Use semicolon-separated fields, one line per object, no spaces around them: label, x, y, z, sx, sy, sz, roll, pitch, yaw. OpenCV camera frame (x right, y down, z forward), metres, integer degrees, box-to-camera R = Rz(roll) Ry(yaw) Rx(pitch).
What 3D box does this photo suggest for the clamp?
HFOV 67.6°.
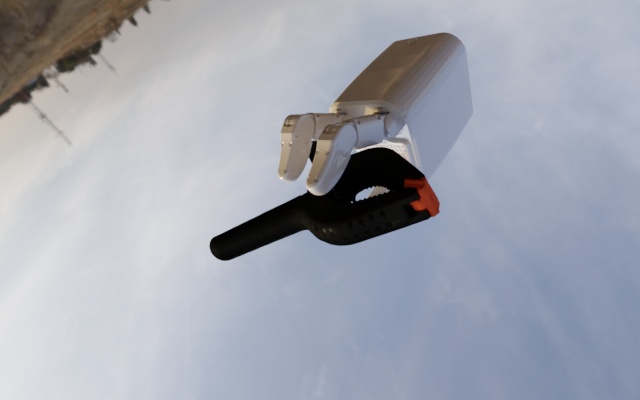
clamp;0.001;0.002;0.402;0.210;0.164;0.036;11;-34;51
